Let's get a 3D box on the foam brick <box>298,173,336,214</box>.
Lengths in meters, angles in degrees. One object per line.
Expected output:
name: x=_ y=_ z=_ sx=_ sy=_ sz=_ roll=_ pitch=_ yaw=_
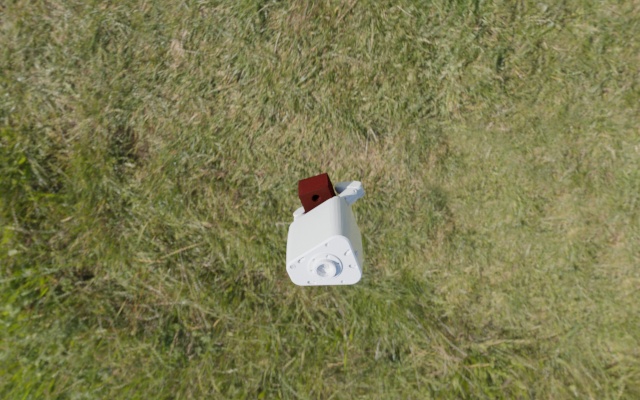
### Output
foam brick: x=0.000 y=0.002 z=0.799 sx=0.053 sy=0.078 sz=0.051 roll=-18 pitch=28 yaw=9
